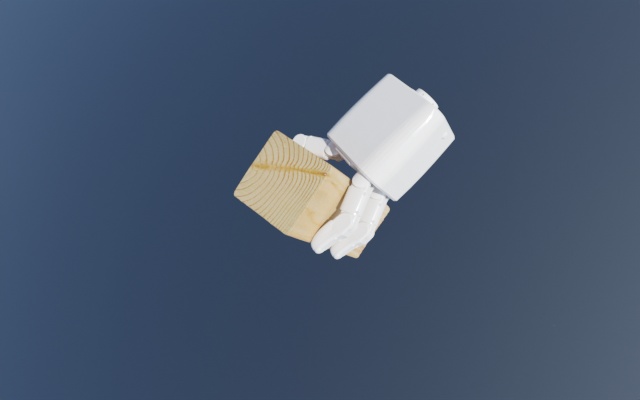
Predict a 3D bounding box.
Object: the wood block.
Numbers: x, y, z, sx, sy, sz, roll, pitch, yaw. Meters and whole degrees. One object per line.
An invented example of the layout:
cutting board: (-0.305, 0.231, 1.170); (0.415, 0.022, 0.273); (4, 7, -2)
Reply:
wood block: (0.000, 0.001, 0.606); (0.090, 0.090, 0.206); (35, 3, 29)
